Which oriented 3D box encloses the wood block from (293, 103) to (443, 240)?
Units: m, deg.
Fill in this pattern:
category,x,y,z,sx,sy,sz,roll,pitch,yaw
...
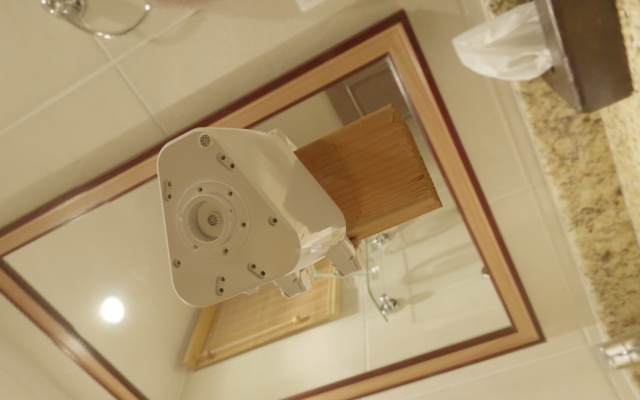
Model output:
category,x,y,z,sx,sy,sz,roll,pitch,yaw
wood block,0.000,0.001,0.461,0.206,0.090,0.090,-24,-13,16
